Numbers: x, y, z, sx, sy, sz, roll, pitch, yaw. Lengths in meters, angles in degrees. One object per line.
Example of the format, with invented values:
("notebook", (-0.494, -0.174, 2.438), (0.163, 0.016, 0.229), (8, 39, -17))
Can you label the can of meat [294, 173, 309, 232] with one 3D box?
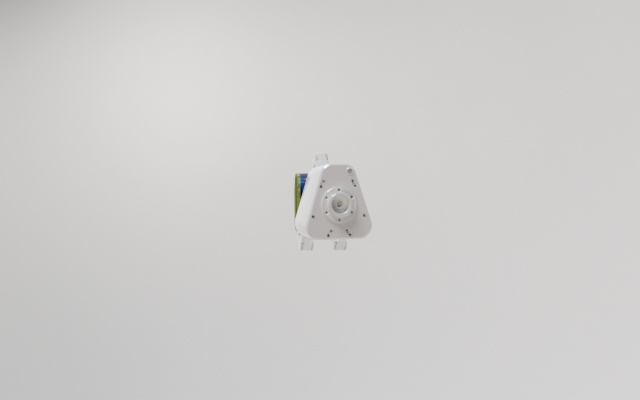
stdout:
("can of meat", (0.000, 0.003, 0.795), (0.084, 0.102, 0.057), (-1, 4, -9))
